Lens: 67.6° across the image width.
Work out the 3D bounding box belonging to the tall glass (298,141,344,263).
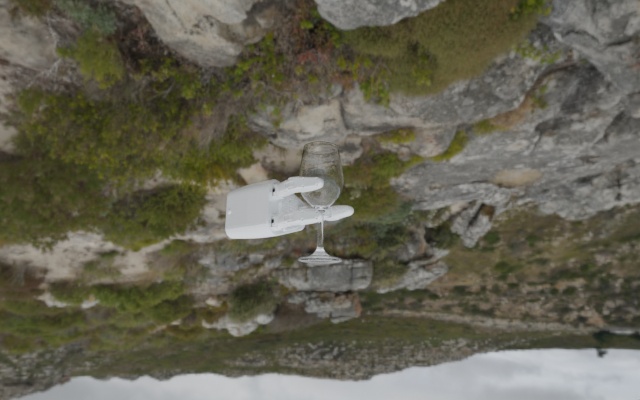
[{"bbox_3d":[0.000,0.003,0.812,0.079,0.201,0.079,1,-14,0],"label":"tall glass"}]
